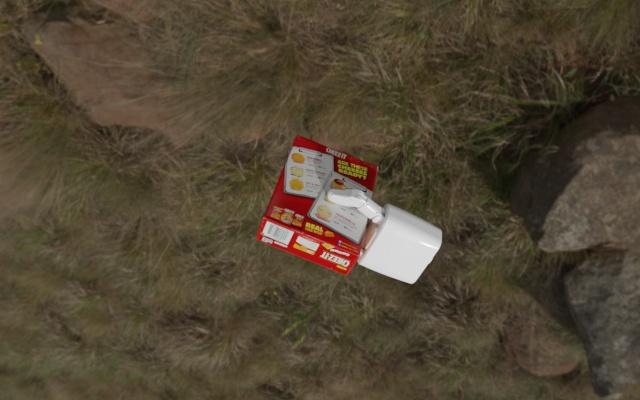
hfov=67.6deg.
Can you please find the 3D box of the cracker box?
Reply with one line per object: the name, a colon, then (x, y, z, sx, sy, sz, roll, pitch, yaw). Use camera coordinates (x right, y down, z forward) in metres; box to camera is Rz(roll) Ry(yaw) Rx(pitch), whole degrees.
cracker box: (0.000, 0.003, 0.823, 0.164, 0.213, 0.072, 22, -44, -5)
